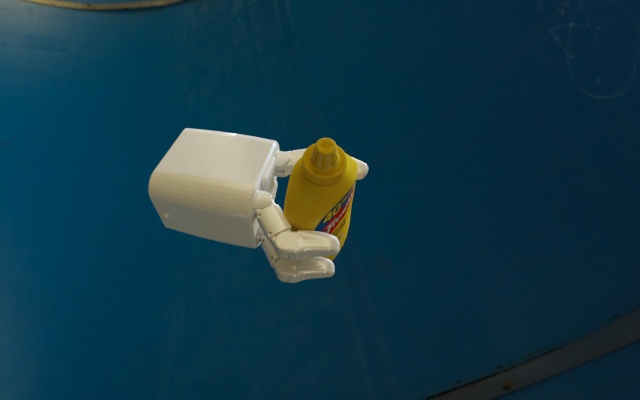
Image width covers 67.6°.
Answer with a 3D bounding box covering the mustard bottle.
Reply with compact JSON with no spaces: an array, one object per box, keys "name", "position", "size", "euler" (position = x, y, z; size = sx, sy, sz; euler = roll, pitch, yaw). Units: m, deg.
[{"name":"mustard bottle","position":[0.000,0.002,0.491],"size":[0.058,0.096,0.192],"euler":[32,-27,16]}]
